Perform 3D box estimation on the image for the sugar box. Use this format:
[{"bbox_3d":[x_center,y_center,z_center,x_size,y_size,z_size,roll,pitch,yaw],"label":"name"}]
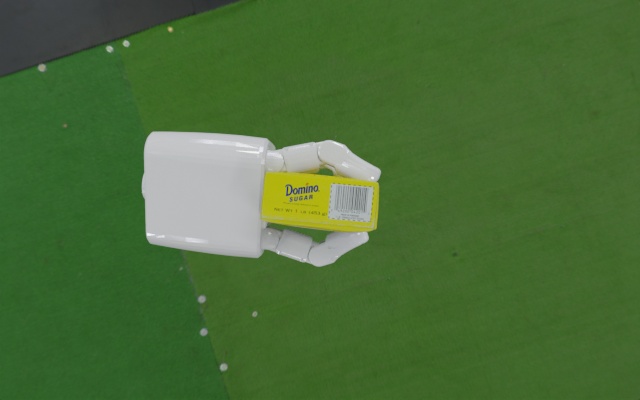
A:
[{"bbox_3d":[0.000,0.001,0.459,0.093,0.048,0.176,6,2,0],"label":"sugar box"}]
